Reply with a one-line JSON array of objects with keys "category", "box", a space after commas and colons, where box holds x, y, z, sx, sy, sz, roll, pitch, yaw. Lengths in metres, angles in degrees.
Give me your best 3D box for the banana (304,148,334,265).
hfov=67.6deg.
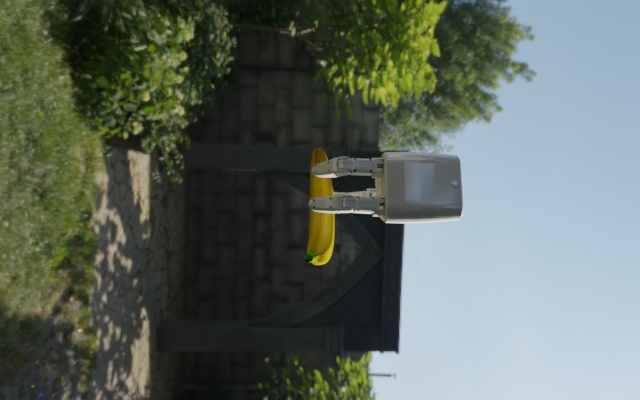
[{"category": "banana", "box": [0.001, 0.016, 0.686, 0.037, 0.197, 0.070, -1, -37, 4]}]
